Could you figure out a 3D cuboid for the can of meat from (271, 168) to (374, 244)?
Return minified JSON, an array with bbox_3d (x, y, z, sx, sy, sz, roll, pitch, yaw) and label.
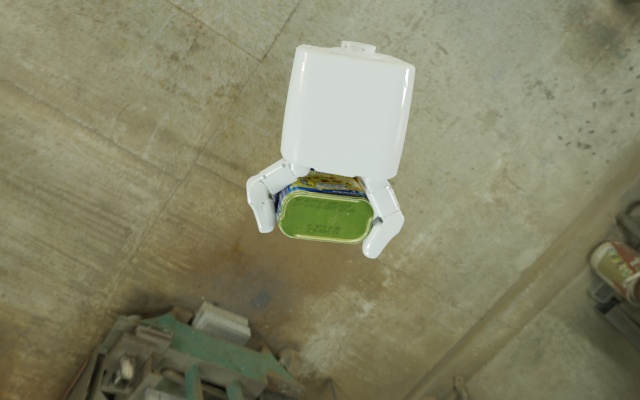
[{"bbox_3d":[0.000,0.002,0.511,0.102,0.057,0.084,6,22,-13],"label":"can of meat"}]
